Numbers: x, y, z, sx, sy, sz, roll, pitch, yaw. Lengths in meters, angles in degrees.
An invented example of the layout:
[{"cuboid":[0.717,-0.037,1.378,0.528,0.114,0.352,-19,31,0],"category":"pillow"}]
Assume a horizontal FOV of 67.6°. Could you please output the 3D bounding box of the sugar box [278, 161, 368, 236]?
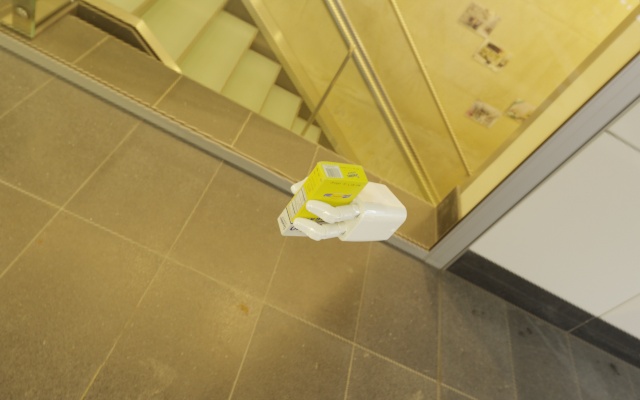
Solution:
[{"cuboid":[0.000,0.003,0.867,0.093,0.048,0.176,4,-40,-31],"category":"sugar box"}]
